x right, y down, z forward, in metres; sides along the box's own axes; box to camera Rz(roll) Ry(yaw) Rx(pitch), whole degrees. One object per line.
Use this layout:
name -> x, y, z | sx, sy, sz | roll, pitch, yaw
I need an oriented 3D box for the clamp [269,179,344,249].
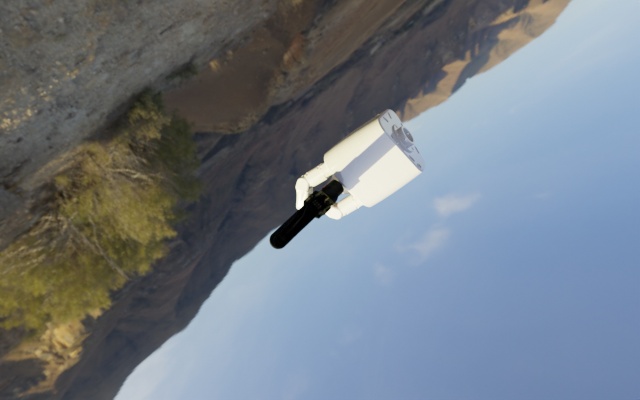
clamp -> 0.000, 0.003, 0.693 | 0.120, 0.039, 0.171 | -34, 7, 30
